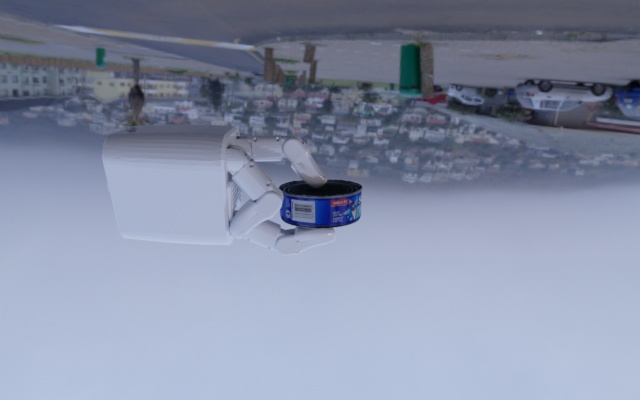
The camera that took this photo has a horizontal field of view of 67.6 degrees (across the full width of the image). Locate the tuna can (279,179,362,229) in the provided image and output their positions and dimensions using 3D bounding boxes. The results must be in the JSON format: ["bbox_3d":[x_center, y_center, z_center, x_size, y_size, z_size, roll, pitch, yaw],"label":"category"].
[{"bbox_3d":[0.000,0.002,0.494,0.086,0.034,0.086,0,13,0],"label":"tuna can"}]
